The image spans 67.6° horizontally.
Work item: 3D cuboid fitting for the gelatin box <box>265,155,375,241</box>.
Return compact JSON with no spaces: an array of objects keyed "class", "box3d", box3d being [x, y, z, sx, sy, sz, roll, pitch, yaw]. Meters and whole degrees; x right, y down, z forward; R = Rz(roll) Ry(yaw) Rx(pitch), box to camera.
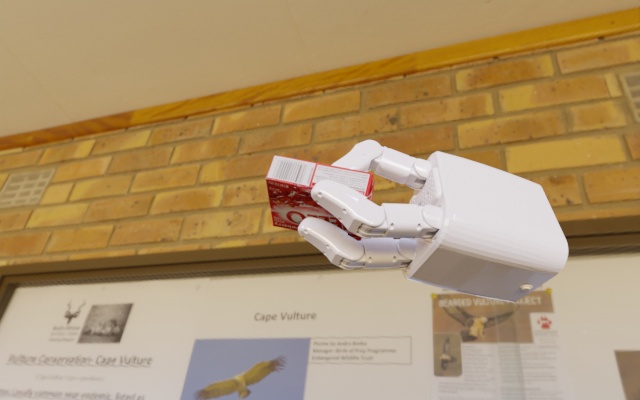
[{"class":"gelatin box","box3d":[0.000,0.001,0.419,0.089,0.030,0.073,11,-35,8]}]
